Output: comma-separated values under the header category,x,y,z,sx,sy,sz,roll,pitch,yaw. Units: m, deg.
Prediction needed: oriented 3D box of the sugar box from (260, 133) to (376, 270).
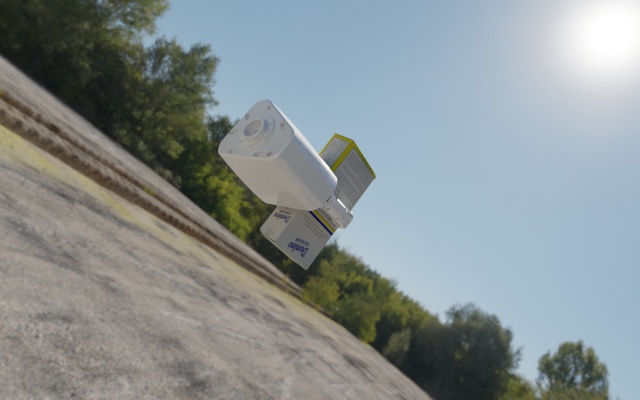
category,x,y,z,sx,sy,sz,roll,pitch,yaw
sugar box,0.000,0.002,0.678,0.048,0.176,0.093,32,-12,42
